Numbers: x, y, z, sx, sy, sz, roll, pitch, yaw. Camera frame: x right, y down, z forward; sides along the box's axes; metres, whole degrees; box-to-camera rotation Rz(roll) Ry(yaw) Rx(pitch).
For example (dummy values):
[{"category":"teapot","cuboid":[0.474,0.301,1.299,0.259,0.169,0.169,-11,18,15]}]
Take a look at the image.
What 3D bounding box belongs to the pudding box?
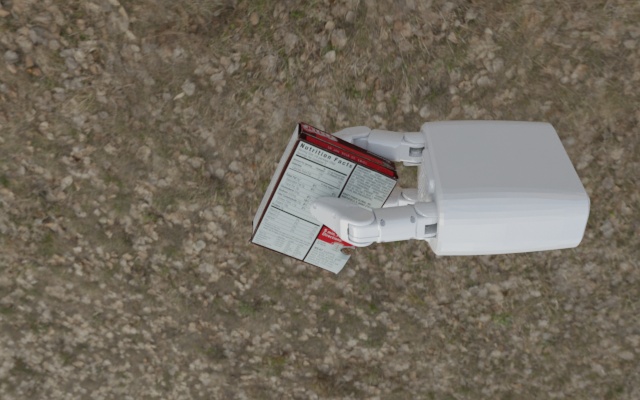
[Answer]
[{"category":"pudding box","cuboid":[0.000,0.001,0.407,0.090,0.113,0.039,22,27,-12]}]
